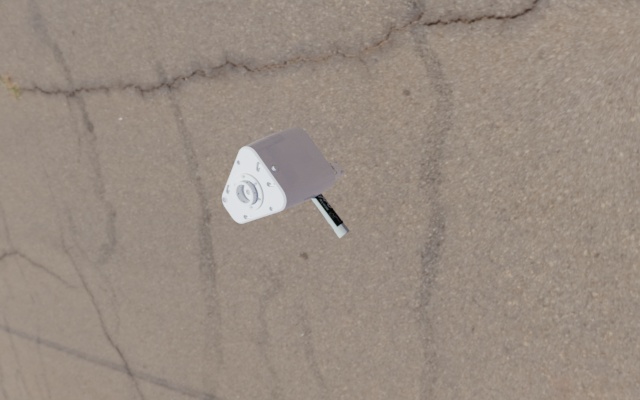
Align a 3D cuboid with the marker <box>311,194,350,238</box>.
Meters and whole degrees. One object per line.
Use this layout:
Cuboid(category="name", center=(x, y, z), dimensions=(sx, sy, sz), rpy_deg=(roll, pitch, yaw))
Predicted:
Cuboid(category="marker", center=(0.000, 0.002, 0.710), dimensions=(0.020, 0.121, 0.020), rpy_deg=(-36, -6, -4))
